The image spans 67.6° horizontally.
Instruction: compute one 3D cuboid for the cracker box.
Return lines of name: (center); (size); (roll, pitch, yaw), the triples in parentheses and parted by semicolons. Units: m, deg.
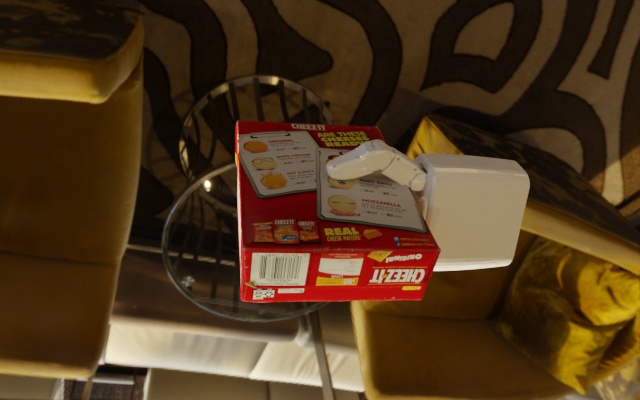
cracker box: (0.000, 0.002, 0.473); (0.164, 0.072, 0.213); (1, 36, -12)
